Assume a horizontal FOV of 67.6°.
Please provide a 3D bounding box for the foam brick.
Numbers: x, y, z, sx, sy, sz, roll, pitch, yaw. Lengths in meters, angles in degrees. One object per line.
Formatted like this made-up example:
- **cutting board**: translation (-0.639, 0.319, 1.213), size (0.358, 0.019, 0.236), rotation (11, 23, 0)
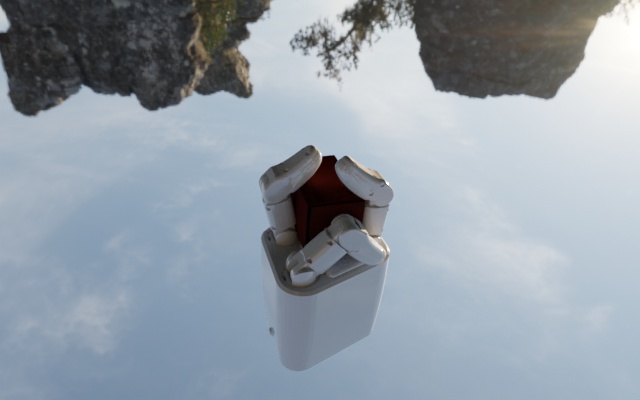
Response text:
- **foam brick**: translation (0.000, 0.001, 0.432), size (0.053, 0.051, 0.078), rotation (-8, 36, -16)
